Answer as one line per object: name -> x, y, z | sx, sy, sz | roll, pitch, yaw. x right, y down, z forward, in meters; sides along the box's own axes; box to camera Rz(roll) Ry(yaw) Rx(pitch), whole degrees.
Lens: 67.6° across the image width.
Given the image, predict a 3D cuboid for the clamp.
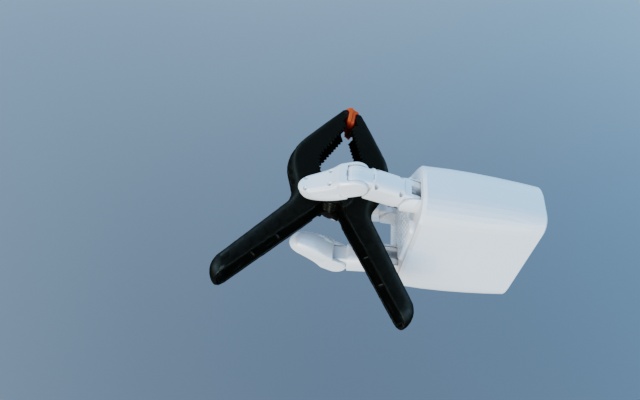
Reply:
clamp -> 0.000, 0.001, 0.422 | 0.164, 0.209, 0.036 | 8, -32, -4
